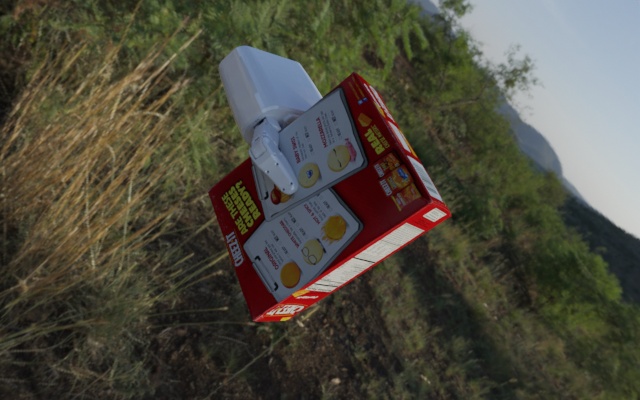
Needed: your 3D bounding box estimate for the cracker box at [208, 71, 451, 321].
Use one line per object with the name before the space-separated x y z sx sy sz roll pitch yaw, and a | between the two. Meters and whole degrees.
cracker box | 0.000 0.001 0.492 0.214 0.164 0.072 -36 -30 20
